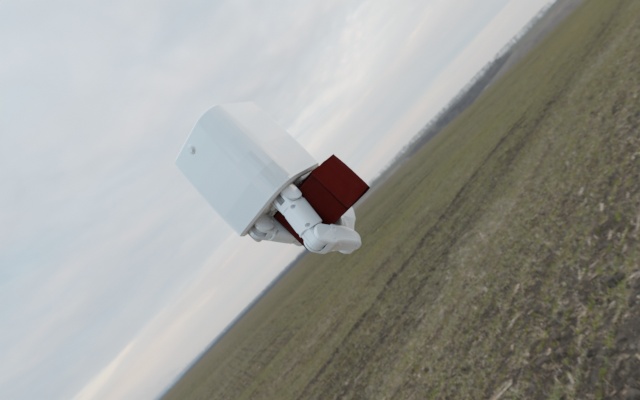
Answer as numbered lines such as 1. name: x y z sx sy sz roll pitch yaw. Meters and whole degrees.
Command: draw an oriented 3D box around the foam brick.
1. foam brick: 0.000 0.001 0.484 0.078 0.051 0.053 -47 -3 39
